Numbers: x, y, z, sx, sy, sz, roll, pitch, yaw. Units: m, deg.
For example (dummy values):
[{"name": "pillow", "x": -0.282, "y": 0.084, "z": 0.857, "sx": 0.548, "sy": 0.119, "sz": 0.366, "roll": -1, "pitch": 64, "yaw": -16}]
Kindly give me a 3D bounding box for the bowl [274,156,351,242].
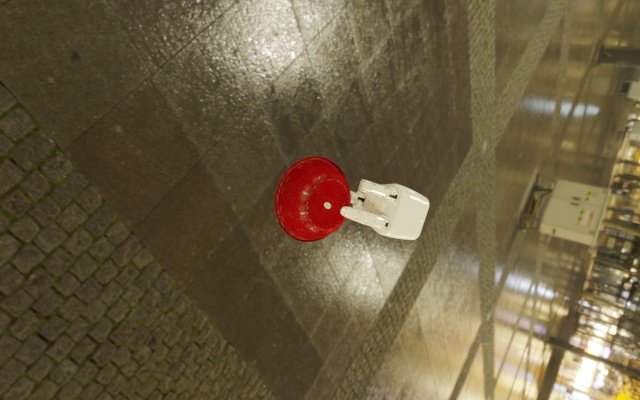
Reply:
[{"name": "bowl", "x": -0.001, "y": 0.003, "z": 0.860, "sx": 0.162, "sy": 0.162, "sz": 0.055, "roll": 0, "pitch": 10, "yaw": -33}]
